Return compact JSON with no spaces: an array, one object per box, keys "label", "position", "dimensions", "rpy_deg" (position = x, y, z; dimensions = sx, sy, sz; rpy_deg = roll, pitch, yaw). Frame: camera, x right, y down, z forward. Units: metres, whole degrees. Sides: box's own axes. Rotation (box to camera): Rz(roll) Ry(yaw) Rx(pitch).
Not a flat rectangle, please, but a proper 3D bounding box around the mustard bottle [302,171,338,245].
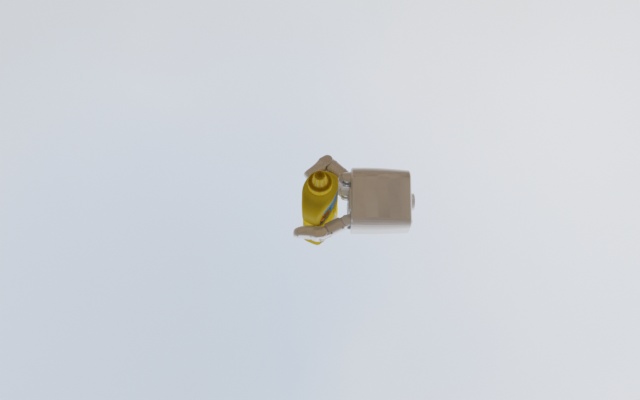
[{"label":"mustard bottle","position":[0.000,0.003,0.847],"dimensions":[0.058,0.096,0.192],"rpy_deg":[23,-24,11]}]
